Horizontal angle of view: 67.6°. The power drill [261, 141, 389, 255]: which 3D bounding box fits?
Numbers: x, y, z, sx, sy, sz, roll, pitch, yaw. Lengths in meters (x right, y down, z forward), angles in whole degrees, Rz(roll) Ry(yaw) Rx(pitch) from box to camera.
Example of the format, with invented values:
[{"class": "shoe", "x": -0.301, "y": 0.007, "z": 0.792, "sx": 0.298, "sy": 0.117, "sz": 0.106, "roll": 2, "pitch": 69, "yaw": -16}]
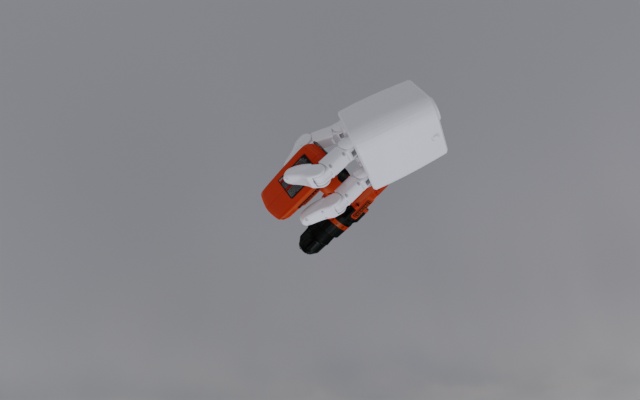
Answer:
[{"class": "power drill", "x": 0.000, "y": 0.002, "z": 0.683, "sx": 0.057, "sy": 0.184, "sz": 0.188, "roll": 49, "pitch": 14, "yaw": 27}]
